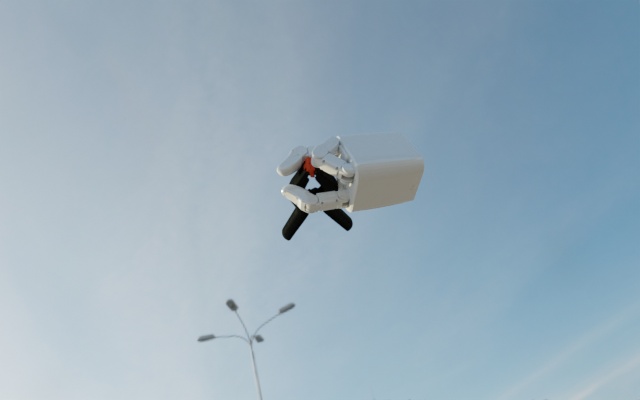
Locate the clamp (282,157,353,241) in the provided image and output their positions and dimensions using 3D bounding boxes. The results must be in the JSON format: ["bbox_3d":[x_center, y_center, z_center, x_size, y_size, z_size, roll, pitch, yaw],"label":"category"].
[{"bbox_3d":[0.000,0.002,0.764,0.120,0.039,0.172,-8,-40,-13],"label":"clamp"}]
